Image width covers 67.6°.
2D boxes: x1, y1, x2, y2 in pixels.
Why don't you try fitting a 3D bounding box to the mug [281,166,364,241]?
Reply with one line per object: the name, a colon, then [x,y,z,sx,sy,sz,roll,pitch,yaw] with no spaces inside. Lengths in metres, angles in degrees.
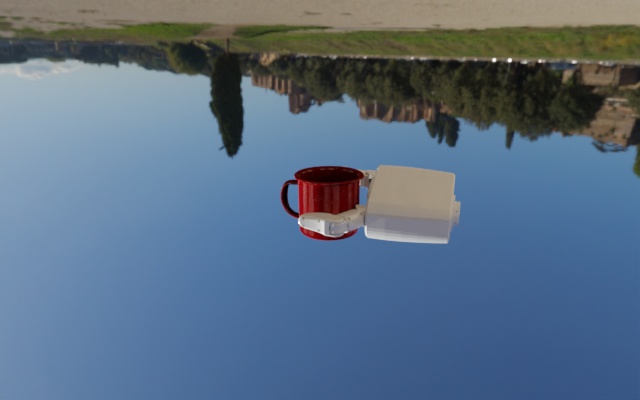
mug: [-0.001,0.002,0.649,0.117,0.081,0.093,5,19,17]
